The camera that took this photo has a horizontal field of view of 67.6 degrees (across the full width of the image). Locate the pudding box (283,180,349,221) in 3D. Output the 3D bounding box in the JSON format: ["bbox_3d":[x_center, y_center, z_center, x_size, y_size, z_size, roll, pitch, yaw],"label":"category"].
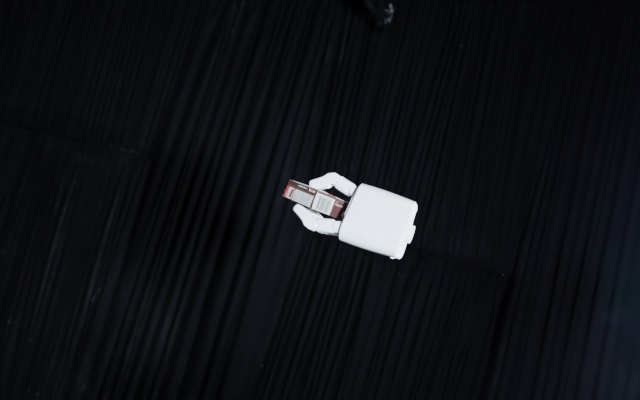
[{"bbox_3d":[0.000,0.003,0.895,0.113,0.039,0.090,24,-2,-43],"label":"pudding box"}]
